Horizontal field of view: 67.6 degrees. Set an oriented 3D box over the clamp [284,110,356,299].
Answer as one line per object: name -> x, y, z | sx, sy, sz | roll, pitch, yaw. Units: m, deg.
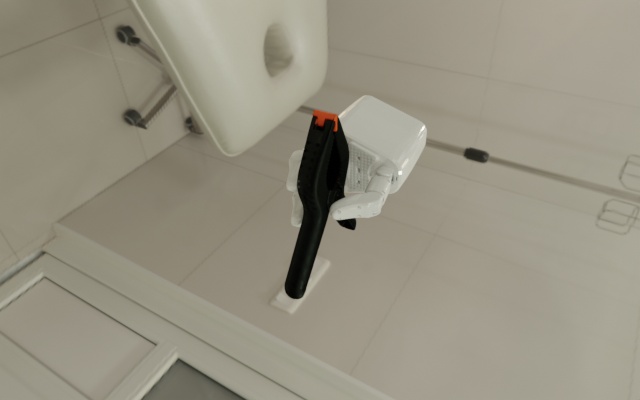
clamp -> 0.001, 0.001, 0.550 | 0.036, 0.210, 0.164 | 16, 43, 22
